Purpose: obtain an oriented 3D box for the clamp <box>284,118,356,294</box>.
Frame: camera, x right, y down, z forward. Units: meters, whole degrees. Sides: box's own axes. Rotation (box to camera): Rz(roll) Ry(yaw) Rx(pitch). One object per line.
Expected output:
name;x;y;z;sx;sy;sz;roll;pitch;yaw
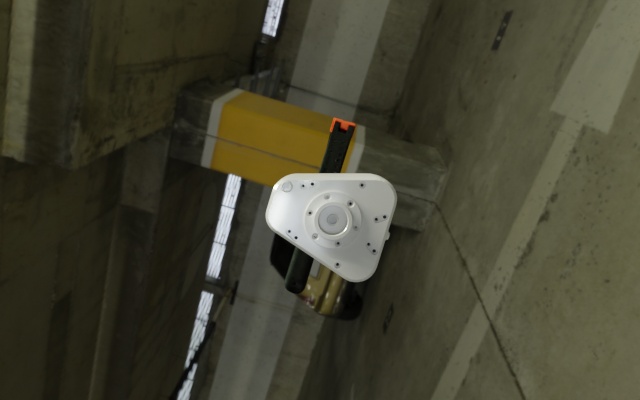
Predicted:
clamp;-0.001;0.001;0.609;0.036;0.210;0.164;17;2;0
